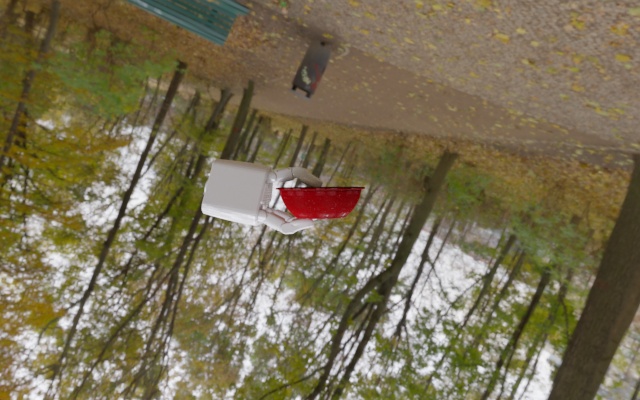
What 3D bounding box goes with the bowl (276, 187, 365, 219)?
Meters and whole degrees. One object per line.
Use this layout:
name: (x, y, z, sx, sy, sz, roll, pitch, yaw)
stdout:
bowl: (0.001, 0.003, 0.856, 0.162, 0.055, 0.162, -1, 2, 0)
